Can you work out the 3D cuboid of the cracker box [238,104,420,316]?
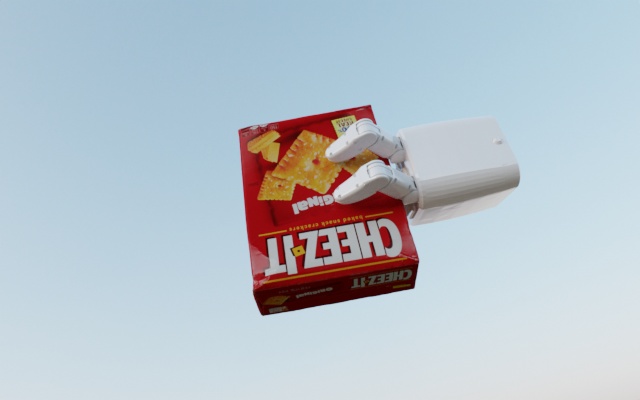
[{"bbox_3d":[0.000,0.002,0.525,0.164,0.213,0.072,-10,-34,-2],"label":"cracker box"}]
